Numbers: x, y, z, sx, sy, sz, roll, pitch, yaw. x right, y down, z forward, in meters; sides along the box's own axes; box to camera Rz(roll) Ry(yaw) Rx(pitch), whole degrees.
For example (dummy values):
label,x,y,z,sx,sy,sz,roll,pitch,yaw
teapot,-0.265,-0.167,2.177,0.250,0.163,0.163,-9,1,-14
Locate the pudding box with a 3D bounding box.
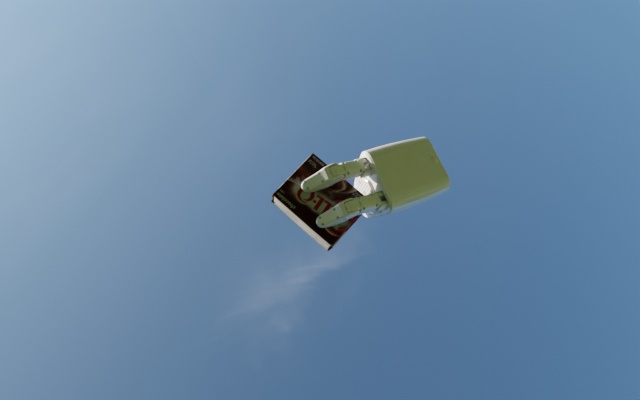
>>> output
label,x,y,z,sx,sy,sz,roll,pitch,yaw
pudding box,0.000,0.002,0.684,0.113,0.090,0.039,39,-22,7
